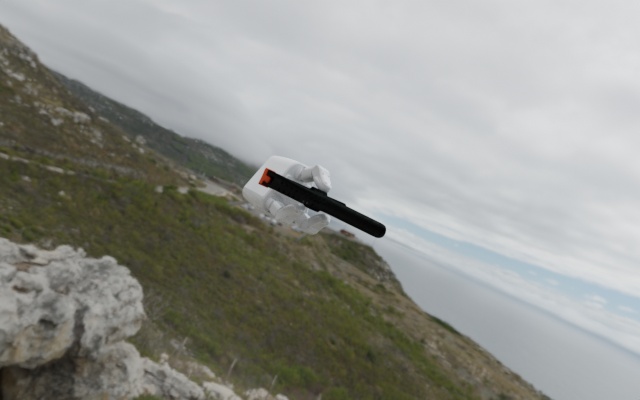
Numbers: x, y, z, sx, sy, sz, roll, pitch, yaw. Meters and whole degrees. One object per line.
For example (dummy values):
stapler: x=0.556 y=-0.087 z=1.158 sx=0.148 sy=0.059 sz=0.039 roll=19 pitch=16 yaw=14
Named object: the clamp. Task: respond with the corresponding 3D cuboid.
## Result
clamp: x=0.000 y=0.002 z=0.779 sx=0.210 sy=0.036 sz=0.164 roll=24 pitch=2 yaw=-33
